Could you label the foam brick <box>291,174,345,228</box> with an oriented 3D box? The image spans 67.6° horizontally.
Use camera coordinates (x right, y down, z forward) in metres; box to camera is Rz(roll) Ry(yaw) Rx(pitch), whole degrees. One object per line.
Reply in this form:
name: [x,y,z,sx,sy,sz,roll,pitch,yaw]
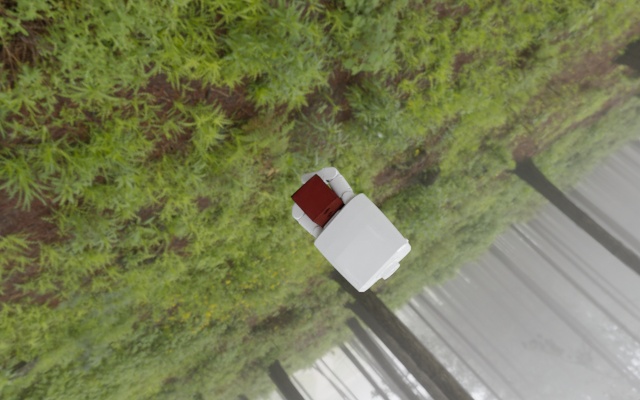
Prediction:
foam brick: [0.000,0.002,0.721,0.053,0.051,0.078,-43,-18,3]
